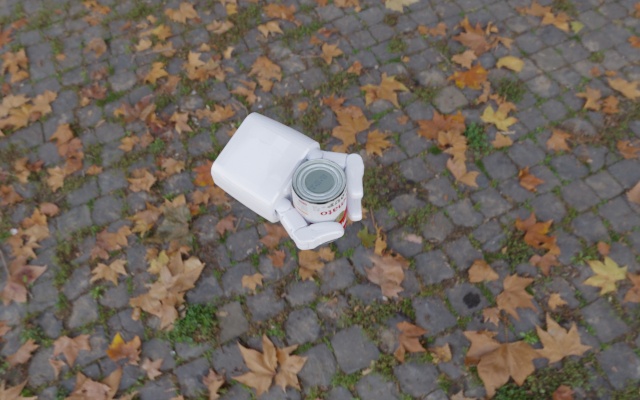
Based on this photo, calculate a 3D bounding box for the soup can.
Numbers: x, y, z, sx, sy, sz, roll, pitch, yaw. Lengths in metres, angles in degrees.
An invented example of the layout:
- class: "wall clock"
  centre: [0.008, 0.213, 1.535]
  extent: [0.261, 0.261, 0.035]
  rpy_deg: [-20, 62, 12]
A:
- class: "soup can"
  centre: [0.000, 0.002, 0.610]
  extent: [0.068, 0.068, 0.102]
  rpy_deg: [0, -33, 2]
